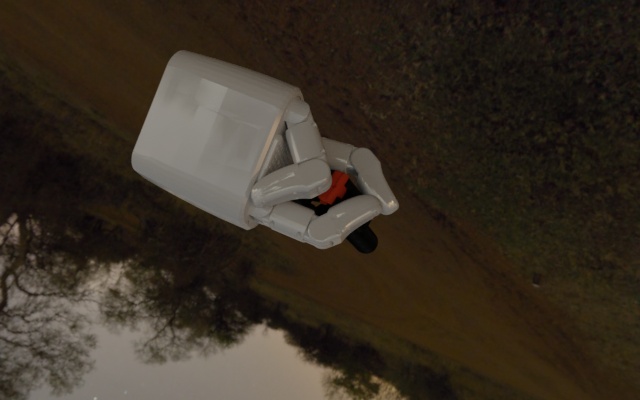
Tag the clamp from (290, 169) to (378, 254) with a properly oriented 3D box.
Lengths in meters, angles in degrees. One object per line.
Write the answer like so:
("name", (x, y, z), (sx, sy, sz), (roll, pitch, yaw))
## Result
("clamp", (0.000, 0.002, 0.450), (0.120, 0.039, 0.171), (23, -15, 12))
